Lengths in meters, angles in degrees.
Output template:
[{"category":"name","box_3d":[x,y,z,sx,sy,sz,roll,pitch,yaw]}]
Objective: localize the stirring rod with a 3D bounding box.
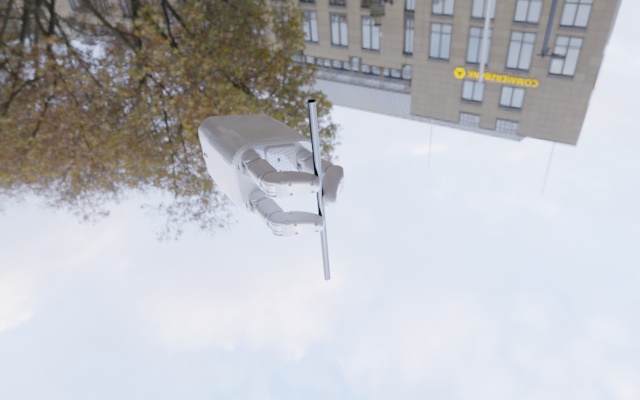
[{"category":"stirring rod","box_3d":[0.000,0.002,0.523,0.011,0.240,0.011,-3,37,2]}]
